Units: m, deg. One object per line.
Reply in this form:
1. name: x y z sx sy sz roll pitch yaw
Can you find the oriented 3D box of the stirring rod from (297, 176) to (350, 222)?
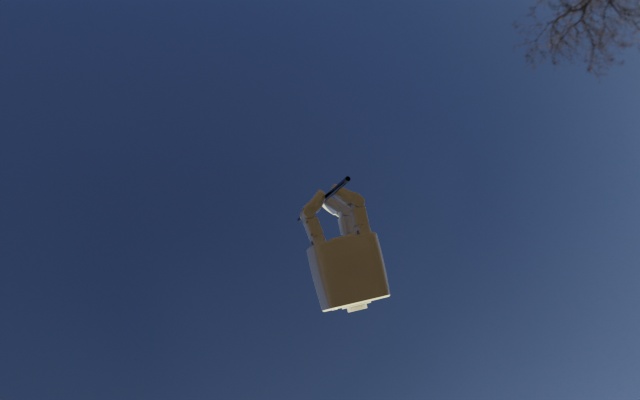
1. stirring rod: 0.000 0.003 0.827 0.011 0.011 0.239 0 -17 -21
